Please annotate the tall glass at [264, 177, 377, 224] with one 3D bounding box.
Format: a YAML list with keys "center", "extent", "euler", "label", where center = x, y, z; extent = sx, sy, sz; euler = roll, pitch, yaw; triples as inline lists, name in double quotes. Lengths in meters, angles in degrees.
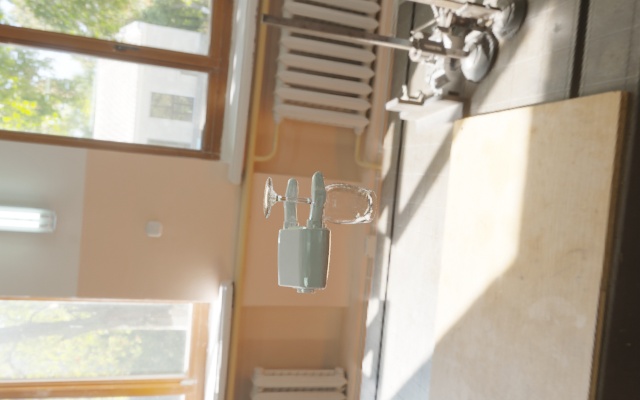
- center: [-0.001, 0.003, 0.886]
  extent: [0.201, 0.079, 0.079]
  euler: [5, -1, -16]
  label: "tall glass"
